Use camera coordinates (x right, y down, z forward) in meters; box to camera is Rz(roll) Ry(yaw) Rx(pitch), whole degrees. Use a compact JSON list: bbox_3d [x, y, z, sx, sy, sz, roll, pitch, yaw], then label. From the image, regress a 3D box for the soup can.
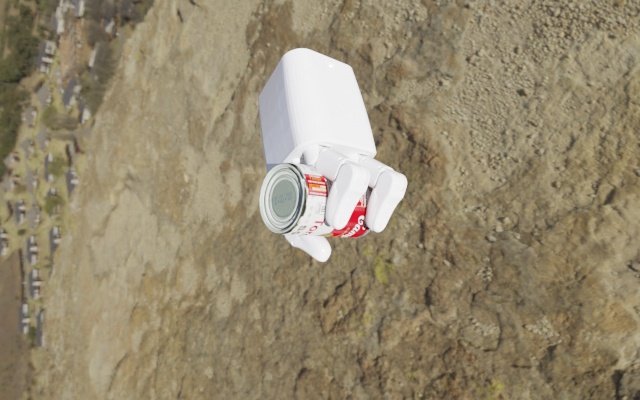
[{"bbox_3d":[0.000,0.002,0.468,0.102,0.068,0.068,6,-4,-44],"label":"soup can"}]
